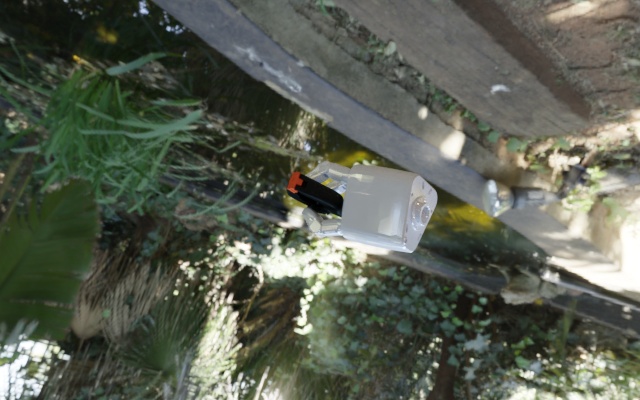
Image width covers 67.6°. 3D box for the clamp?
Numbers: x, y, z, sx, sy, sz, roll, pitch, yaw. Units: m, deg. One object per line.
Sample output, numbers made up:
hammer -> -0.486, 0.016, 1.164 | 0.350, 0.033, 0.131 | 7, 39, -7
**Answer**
clamp -> 0.000, 0.003, 0.785 | 0.164, 0.036, 0.210 | 11, -13, 38
